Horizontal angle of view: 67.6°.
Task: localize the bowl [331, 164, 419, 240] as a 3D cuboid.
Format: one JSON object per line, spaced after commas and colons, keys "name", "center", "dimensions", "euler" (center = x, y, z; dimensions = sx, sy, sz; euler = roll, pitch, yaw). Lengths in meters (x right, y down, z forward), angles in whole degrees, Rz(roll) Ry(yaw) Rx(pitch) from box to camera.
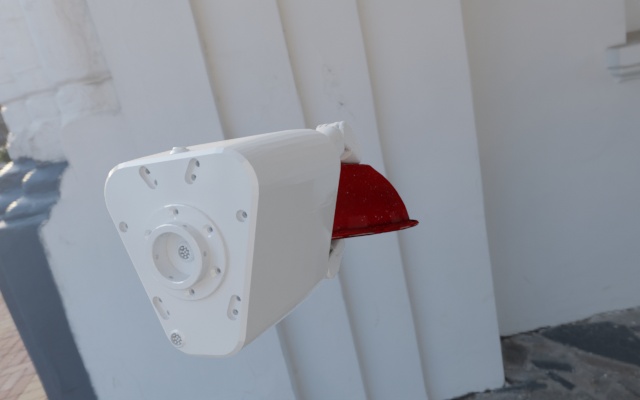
{"name": "bowl", "center": [0.000, 0.001, 0.411], "dimensions": [0.162, 0.055, 0.162], "euler": [-6, 0, 0]}
